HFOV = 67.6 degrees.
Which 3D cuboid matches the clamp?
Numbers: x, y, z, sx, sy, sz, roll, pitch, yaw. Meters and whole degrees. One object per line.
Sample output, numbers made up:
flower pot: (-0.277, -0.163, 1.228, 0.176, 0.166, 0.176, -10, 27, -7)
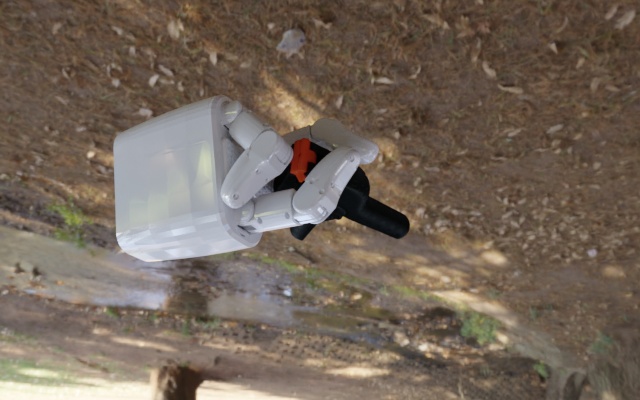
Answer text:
clamp: (0.000, 0.002, 0.422, 0.120, 0.039, 0.171, -12, -30, 22)
